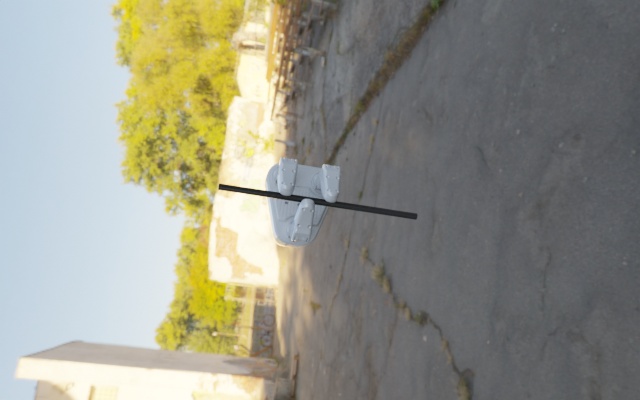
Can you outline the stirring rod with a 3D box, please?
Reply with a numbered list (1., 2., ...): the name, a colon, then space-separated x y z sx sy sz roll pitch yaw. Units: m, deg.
1. stirring rod: 0.000 0.002 0.569 0.239 0.011 0.011 9 -1 -9
